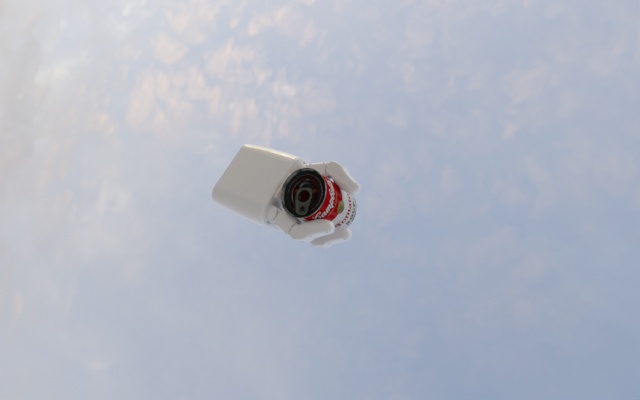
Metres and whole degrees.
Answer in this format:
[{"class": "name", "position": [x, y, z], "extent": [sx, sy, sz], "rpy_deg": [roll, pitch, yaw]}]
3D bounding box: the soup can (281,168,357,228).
[{"class": "soup can", "position": [0.001, 0.002, 0.660], "extent": [0.068, 0.068, 0.102], "rpy_deg": [0, -14, 28]}]
